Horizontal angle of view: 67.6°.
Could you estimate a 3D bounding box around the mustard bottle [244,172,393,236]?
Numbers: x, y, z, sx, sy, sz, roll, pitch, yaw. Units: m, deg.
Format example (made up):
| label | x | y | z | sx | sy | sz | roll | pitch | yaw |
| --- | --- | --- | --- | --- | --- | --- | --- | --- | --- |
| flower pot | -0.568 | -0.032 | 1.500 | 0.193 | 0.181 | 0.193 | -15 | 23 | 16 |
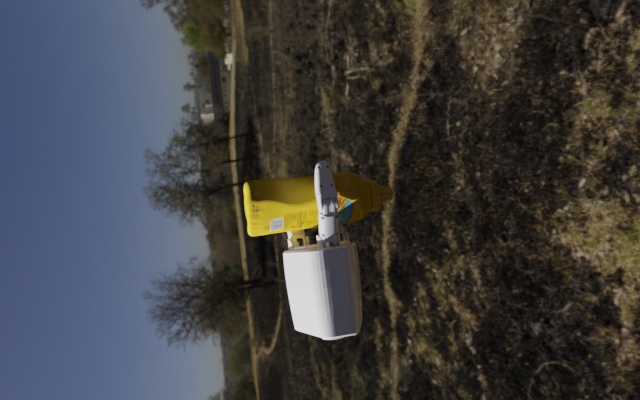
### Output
| label | x | y | z | sx | sy | sz | roll | pitch | yaw |
| --- | --- | --- | --- | --- | --- | --- | --- | --- | --- |
| mustard bottle | 0.000 | 0.002 | 0.613 | 0.191 | 0.058 | 0.096 | -6 | -29 | -11 |
